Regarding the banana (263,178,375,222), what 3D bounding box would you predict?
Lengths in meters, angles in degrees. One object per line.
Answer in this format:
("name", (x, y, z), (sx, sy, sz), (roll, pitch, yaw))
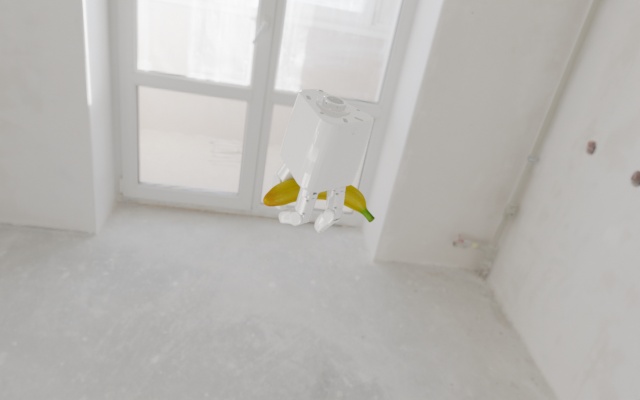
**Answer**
("banana", (-0.002, -0.010, 0.763), (0.198, 0.037, 0.069), (8, 39, -26))
